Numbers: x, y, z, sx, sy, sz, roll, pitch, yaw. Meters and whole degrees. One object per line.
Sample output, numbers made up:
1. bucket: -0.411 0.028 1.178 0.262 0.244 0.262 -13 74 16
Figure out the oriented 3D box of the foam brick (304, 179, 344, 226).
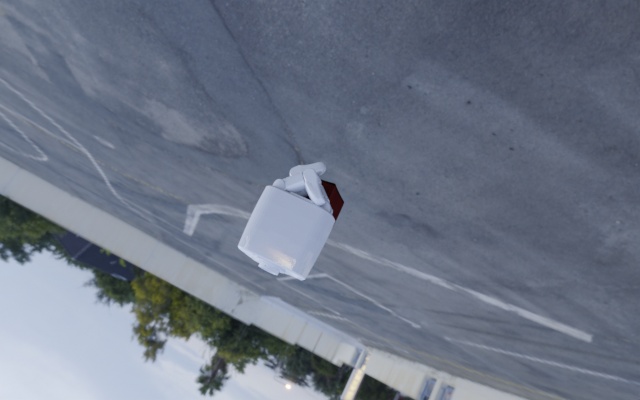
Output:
1. foam brick: 0.000 0.003 0.798 0.053 0.051 0.078 18 -17 22
